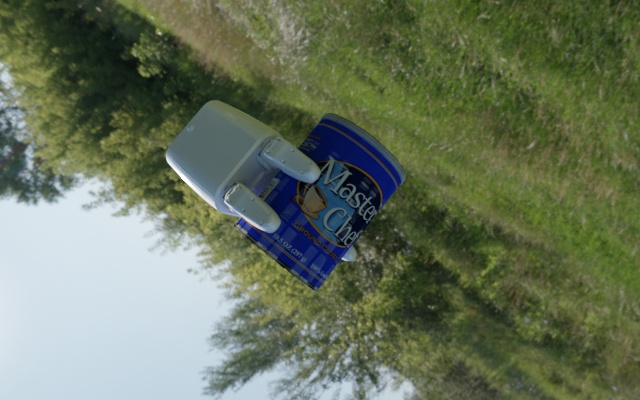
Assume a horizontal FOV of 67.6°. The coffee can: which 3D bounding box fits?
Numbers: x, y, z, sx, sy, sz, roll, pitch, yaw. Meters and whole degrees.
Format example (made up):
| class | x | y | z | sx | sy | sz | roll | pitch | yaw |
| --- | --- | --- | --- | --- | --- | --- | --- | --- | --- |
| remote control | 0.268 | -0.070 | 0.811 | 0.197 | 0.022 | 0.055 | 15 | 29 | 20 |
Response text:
| class | x | y | z | sx | sy | sz | roll | pitch | yaw |
| --- | --- | --- | --- | --- | --- | --- | --- | --- | --- |
| coffee can | 0.000 | 0.002 | 0.466 | 0.103 | 0.140 | 0.103 | 38 | -6 | 5 |
